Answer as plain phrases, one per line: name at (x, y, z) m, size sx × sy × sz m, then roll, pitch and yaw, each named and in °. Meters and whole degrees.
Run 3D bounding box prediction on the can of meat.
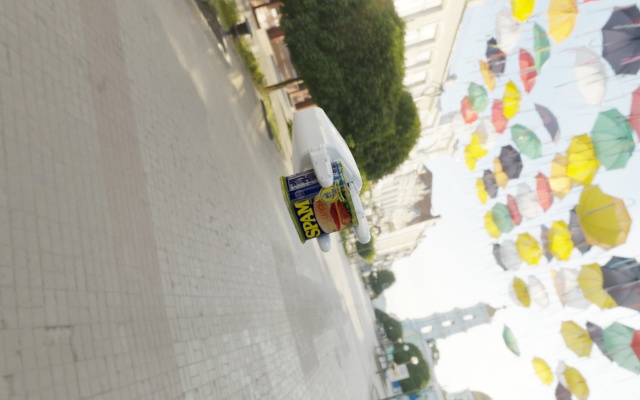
can of meat at (0.000, 0.002, 0.646) m, size 0.084 × 0.102 × 0.057 m, roll -17°, pitch 42°, yaw 2°
